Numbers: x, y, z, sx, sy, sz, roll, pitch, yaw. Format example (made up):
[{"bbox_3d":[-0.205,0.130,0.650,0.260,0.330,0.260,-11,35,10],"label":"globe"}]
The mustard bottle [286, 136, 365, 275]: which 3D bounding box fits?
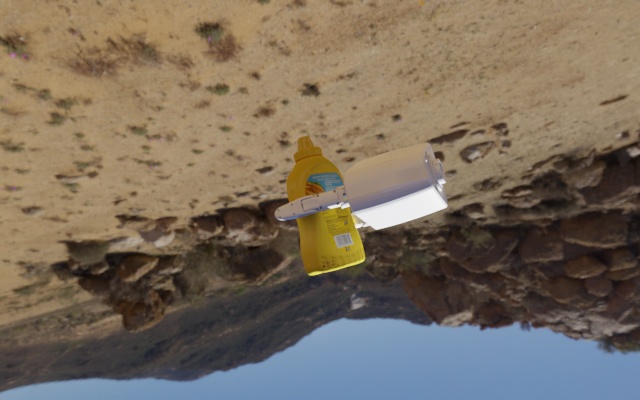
[{"bbox_3d":[0.000,0.003,0.669,0.096,0.191,0.058,-8,-9,-44],"label":"mustard bottle"}]
